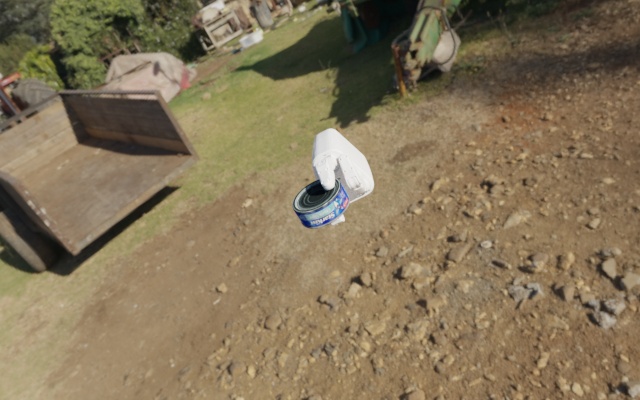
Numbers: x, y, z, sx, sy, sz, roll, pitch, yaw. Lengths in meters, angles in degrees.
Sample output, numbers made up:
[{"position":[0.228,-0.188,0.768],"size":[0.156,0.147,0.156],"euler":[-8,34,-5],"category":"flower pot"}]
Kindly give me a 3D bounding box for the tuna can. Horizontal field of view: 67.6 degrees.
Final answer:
[{"position":[0.000,0.002,0.742],"size":[0.086,0.034,0.086],"euler":[-22,31,14],"category":"tuna can"}]
